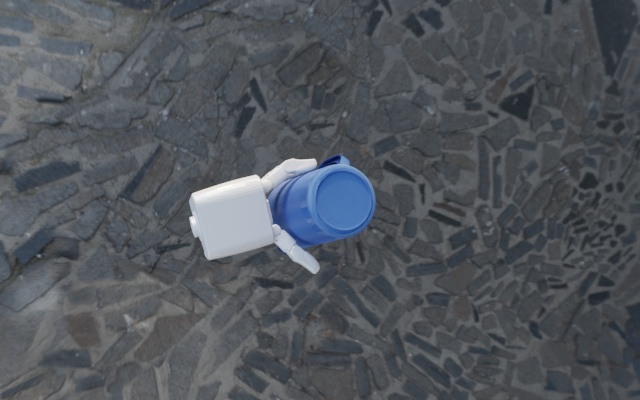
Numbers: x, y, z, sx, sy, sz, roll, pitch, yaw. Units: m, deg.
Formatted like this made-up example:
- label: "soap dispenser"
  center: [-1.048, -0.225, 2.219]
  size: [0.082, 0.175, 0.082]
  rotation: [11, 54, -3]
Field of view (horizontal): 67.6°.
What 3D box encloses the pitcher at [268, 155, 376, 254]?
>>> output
- label: "pitcher"
  center: [0.000, 0.003, 0.796]
  size: [0.145, 0.149, 0.243]
  rotation: [-15, -1, -19]
